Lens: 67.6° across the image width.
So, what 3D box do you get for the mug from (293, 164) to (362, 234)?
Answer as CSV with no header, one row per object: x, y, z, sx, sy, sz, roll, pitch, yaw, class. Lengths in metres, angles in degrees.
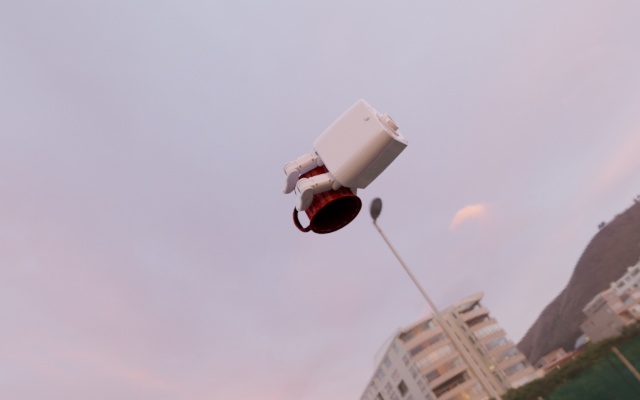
-0.001,0.003,0.783,0.117,0.081,0.093,-43,-35,19,mug
